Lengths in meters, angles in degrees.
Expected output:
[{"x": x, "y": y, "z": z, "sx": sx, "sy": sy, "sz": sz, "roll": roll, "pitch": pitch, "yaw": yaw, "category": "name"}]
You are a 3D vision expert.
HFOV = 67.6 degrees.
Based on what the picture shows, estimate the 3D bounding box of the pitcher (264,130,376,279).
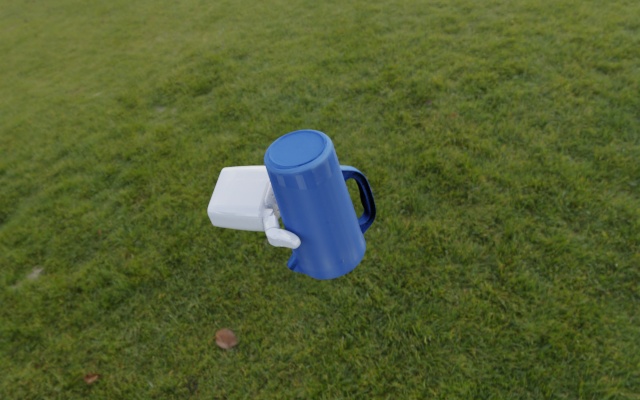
[{"x": 0.000, "y": 0.003, "z": 0.797, "sx": 0.145, "sy": 0.243, "sz": 0.149, "roll": 2, "pitch": 44, "yaw": 20, "category": "pitcher"}]
